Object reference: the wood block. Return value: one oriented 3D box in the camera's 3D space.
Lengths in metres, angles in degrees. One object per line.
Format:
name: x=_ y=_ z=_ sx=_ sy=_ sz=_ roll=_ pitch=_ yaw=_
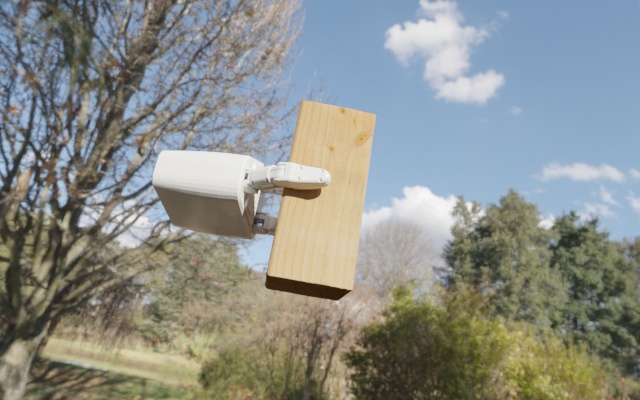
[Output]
wood block: x=0.000 y=0.002 z=0.552 sx=0.090 sy=0.206 sz=0.091 roll=11 pitch=-19 yaw=-4
